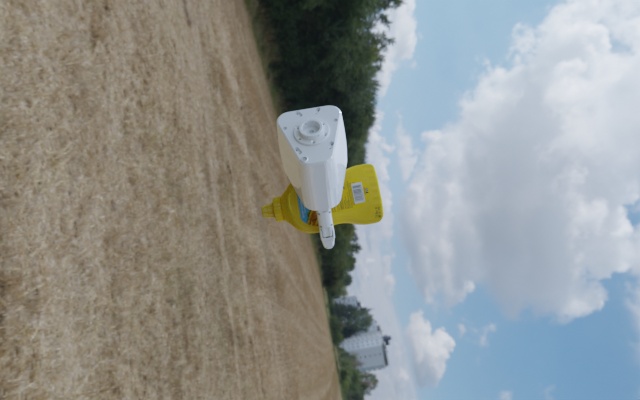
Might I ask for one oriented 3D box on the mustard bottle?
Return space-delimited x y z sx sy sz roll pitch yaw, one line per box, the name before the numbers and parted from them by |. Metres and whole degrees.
mustard bottle | 0.000 0.003 0.774 0.191 0.096 0.058 -10 -10 -1
